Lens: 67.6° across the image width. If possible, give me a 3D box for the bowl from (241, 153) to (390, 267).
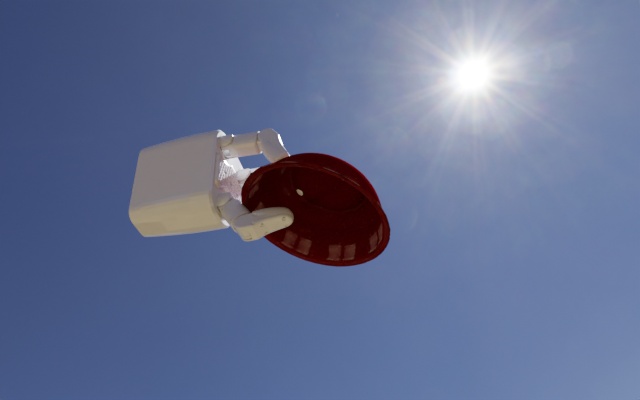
[{"bbox_3d":[0.001,0.002,0.511,0.162,0.055,0.162,13,-39,11],"label":"bowl"}]
